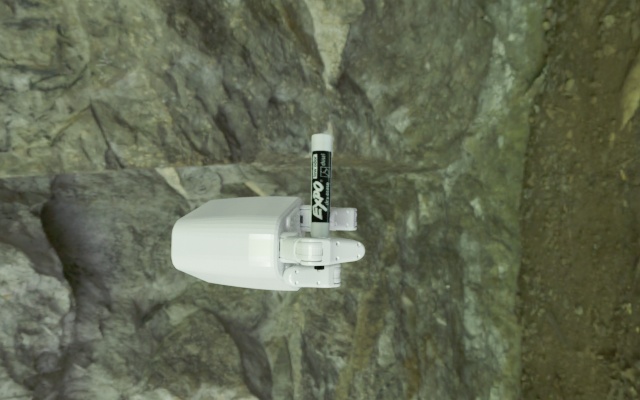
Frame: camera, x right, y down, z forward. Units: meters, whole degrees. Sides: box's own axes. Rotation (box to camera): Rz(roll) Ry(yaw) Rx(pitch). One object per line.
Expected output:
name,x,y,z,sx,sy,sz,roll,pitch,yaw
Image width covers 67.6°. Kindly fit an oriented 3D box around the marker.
marker,0.000,0.001,0.429,0.020,0.121,0.020,1,-3,0
